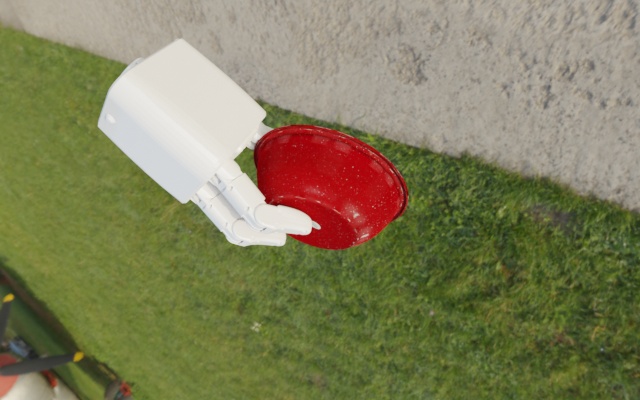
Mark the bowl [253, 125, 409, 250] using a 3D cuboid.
[{"bbox_3d":[0.001,0.002,0.464,0.162,0.055,0.162,16,-30,10],"label":"bowl"}]
